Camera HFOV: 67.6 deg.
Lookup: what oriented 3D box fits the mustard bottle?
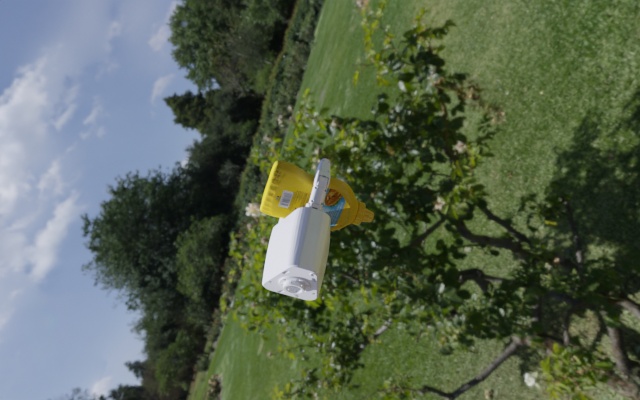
[{"bbox_3d":[0.000,0.002,0.818,0.191,0.096,0.058,17,29,-9],"label":"mustard bottle"}]
